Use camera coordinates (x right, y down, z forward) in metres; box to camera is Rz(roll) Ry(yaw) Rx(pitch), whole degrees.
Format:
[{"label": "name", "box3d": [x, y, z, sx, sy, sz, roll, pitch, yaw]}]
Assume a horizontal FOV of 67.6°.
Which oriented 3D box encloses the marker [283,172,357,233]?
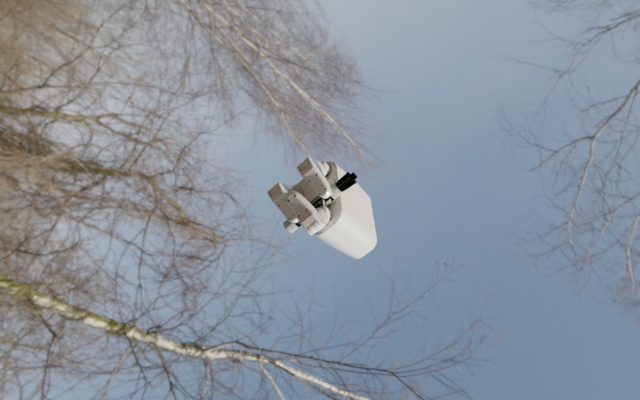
[{"label": "marker", "box3d": [0.000, 0.002, 0.644, 0.121, 0.020, 0.020, -38, -12, 15]}]
